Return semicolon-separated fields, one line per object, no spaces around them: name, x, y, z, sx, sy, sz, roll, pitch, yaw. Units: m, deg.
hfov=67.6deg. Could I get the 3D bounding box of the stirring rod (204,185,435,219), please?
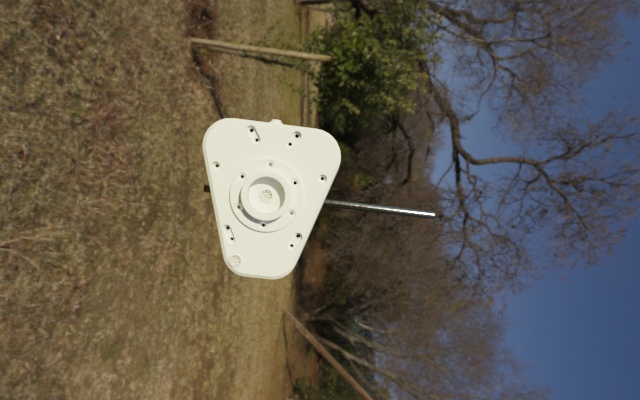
stirring rod;0.000;0.002;0.497;0.239;0.011;0.011;7;0;-3
